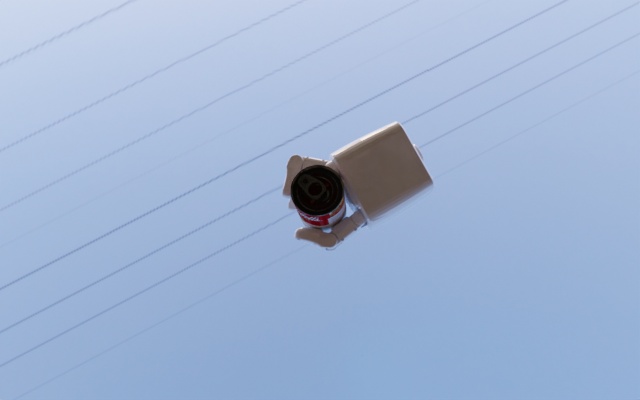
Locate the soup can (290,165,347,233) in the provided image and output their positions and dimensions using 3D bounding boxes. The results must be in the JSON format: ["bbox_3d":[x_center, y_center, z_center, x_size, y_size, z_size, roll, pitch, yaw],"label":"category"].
[{"bbox_3d":[0.000,0.003,0.640,0.068,0.068,0.102,0,-18,5],"label":"soup can"}]
